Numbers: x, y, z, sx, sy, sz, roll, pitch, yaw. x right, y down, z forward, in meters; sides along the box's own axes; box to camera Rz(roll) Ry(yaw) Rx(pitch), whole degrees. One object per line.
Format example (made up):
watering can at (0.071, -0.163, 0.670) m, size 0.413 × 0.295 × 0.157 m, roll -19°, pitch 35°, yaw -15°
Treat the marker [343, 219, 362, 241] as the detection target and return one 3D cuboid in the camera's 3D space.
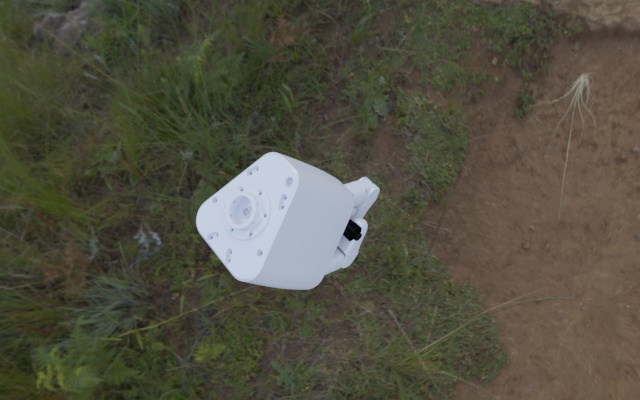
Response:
marker at (0.000, 0.002, 0.510) m, size 0.121 × 0.020 × 0.020 m, roll 43°, pitch 24°, yaw 29°
